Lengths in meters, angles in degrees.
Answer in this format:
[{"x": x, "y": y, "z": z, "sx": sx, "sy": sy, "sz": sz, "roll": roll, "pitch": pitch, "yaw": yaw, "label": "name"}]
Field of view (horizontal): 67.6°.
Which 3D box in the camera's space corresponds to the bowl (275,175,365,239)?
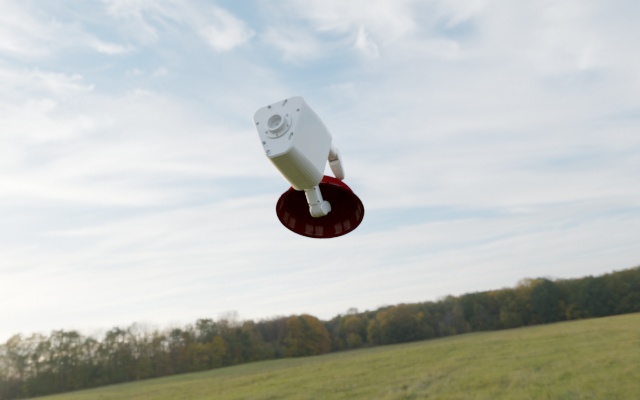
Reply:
[{"x": 0.000, "y": 0.003, "z": 0.878, "sx": 0.162, "sy": 0.055, "sz": 0.162, "roll": 2, "pitch": -41, "yaw": 2, "label": "bowl"}]
